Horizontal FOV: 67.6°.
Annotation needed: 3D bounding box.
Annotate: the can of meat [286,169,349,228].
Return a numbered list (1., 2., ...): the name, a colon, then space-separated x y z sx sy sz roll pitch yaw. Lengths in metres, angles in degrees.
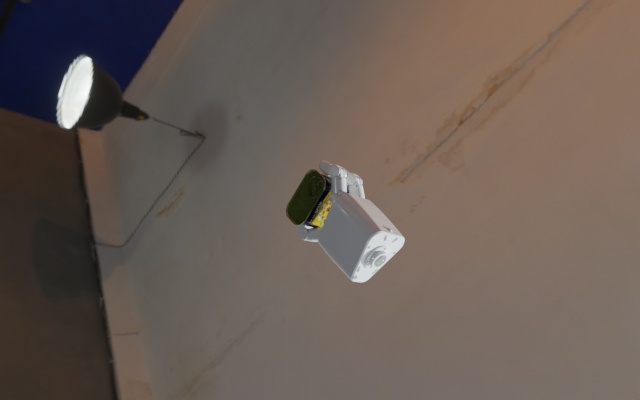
1. can of meat: 0.000 0.003 0.874 0.084 0.102 0.057 17 20 -45
